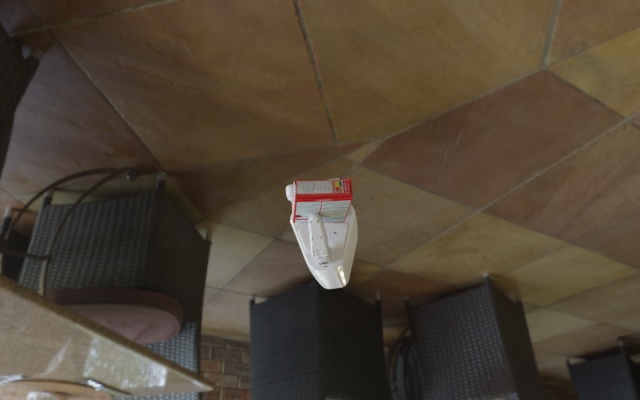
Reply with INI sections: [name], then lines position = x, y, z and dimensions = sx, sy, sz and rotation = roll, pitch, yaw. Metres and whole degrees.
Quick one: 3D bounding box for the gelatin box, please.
[gelatin box]
position = 0.000, 0.002, 0.630
dimensions = 0.073, 0.030, 0.089
rotation = -1, -23, -5
